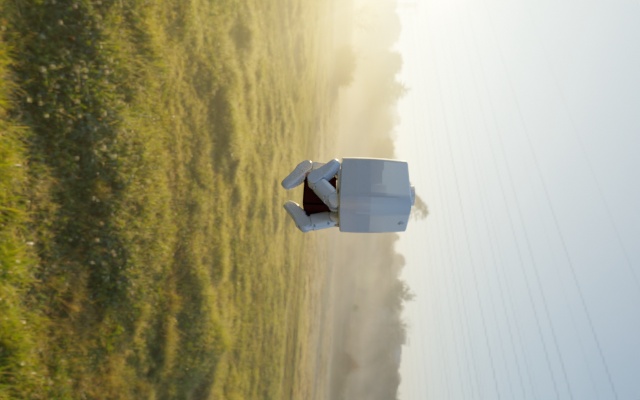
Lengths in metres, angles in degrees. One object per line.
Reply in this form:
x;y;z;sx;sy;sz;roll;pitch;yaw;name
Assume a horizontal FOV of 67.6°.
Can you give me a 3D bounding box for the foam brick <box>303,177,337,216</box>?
0.000;0.003;0.780;0.051;0.053;0.078;1;-28;4;foam brick
